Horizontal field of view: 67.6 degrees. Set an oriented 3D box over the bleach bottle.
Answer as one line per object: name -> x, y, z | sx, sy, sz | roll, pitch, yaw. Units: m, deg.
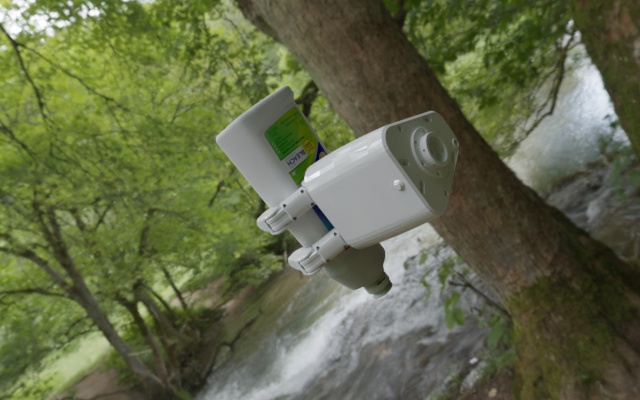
bleach bottle -> 0.000, 0.002, 0.533 | 0.068, 0.251, 0.102 | -27, 15, 46
